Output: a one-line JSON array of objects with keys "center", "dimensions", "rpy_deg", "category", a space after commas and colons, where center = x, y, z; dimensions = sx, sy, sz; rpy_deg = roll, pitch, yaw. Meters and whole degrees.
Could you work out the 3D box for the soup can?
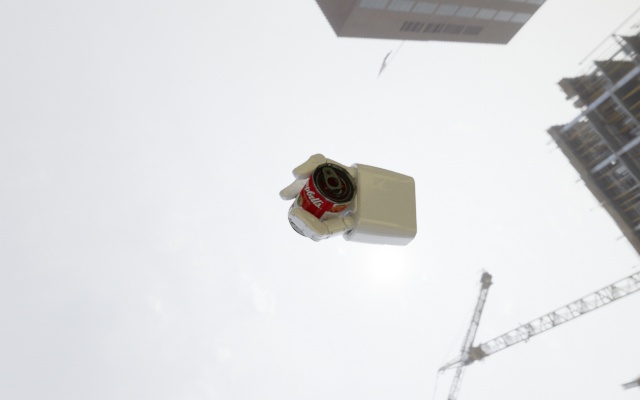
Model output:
[{"center": [0.000, 0.002, 0.695], "dimensions": [0.068, 0.068, 0.102], "rpy_deg": [0, -32, -29], "category": "soup can"}]
